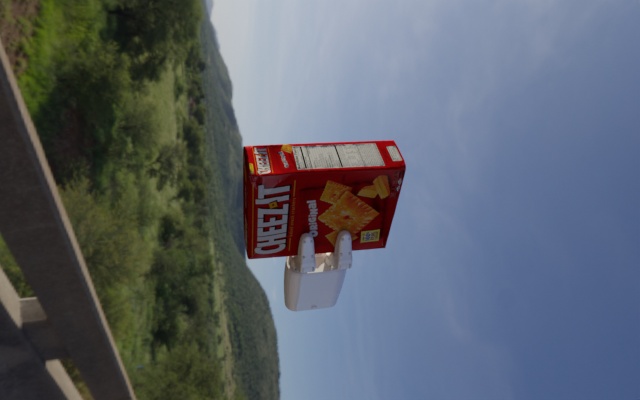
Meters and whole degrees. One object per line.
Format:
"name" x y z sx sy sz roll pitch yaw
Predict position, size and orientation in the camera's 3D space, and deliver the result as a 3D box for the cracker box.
"cracker box" 0.000 0.002 0.680 0.214 0.164 0.072 -4 44 -13
